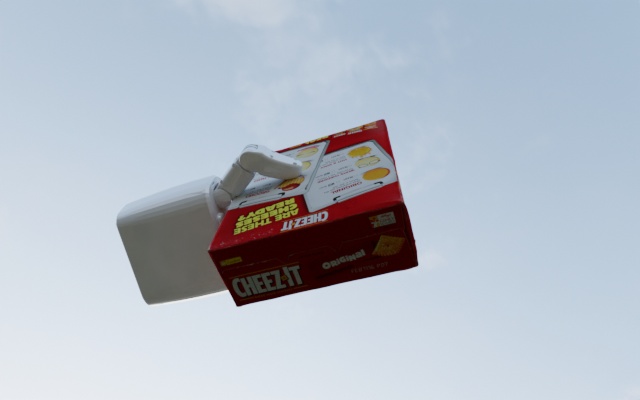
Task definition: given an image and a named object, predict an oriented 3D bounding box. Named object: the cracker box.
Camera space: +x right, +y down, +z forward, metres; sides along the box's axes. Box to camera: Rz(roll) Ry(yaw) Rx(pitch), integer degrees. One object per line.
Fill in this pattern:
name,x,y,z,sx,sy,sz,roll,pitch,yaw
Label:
cracker box,0.000,0.001,0.476,0.164,0.072,0.213,-15,25,10
